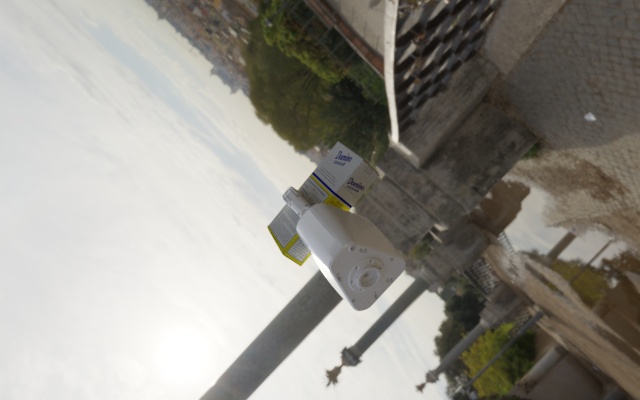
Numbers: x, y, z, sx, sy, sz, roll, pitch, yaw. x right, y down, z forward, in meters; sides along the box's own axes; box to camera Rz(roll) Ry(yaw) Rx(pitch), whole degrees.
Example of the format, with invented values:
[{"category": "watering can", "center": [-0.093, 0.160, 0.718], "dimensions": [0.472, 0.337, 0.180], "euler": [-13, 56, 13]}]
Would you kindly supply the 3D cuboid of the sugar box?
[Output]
[{"category": "sugar box", "center": [0.000, 0.003, 0.708], "dimensions": [0.048, 0.176, 0.093], "euler": [41, 4, -32]}]
